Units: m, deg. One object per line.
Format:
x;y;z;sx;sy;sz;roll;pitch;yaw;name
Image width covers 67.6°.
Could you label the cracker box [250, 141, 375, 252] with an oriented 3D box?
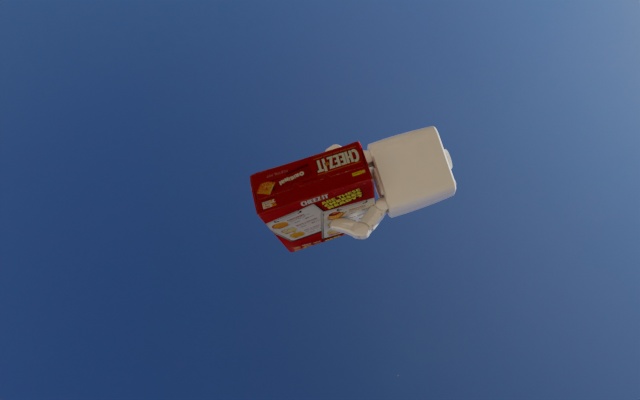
0.000;0.003;0.743;0.164;0.072;0.214;-18;-22;2;cracker box
